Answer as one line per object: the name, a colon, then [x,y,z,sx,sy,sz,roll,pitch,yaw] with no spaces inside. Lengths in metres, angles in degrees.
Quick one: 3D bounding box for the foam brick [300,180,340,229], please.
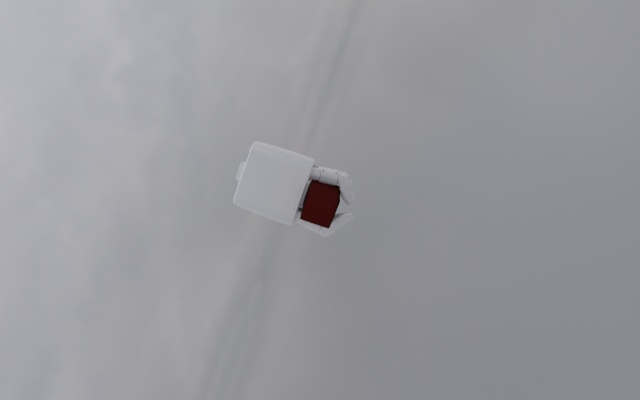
foam brick: [0.000,0.003,0.779,0.051,0.053,0.078,19,18,-4]
